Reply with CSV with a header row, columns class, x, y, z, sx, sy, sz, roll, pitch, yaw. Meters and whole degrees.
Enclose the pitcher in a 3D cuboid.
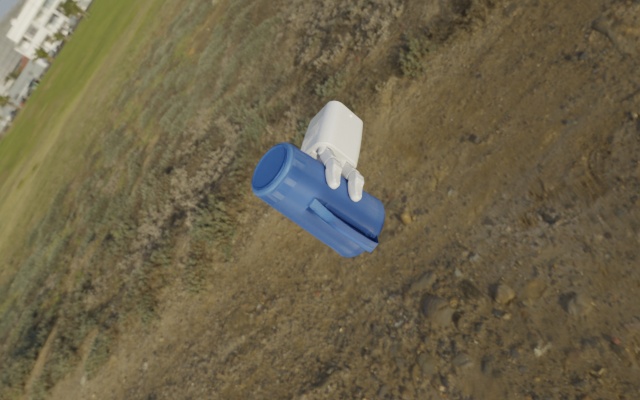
class,x,y,z,sx,sy,sz,roll,pitch,yaw
pitcher,0.000,0.003,0.873,0.243,0.145,0.149,33,-33,-33
